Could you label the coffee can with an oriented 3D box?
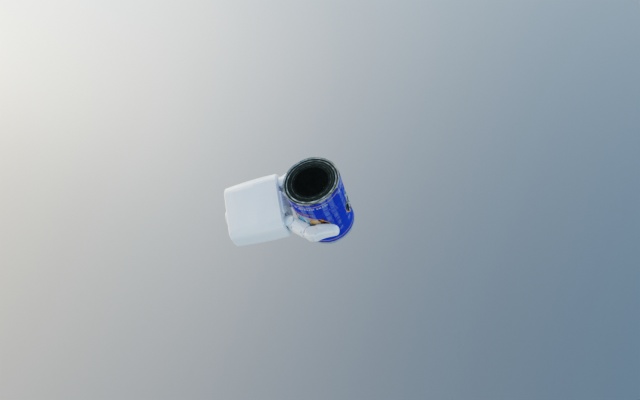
[{"bbox_3d":[0.000,0.003,0.877,0.103,0.102,0.140,0,-33,17],"label":"coffee can"}]
